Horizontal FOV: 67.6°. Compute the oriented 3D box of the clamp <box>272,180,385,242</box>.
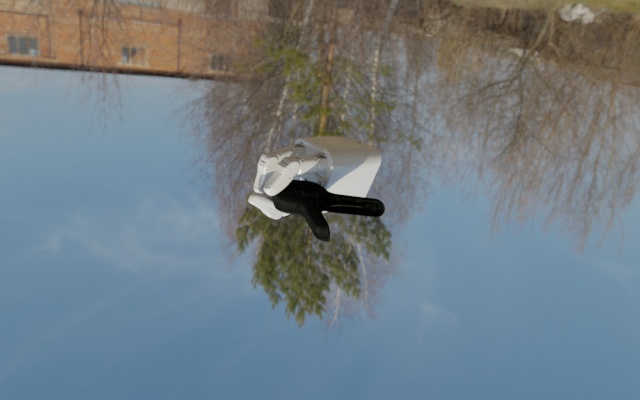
[{"bbox_3d":[0.000,0.003,0.657,0.120,0.039,0.171,-10,28,-36],"label":"clamp"}]
